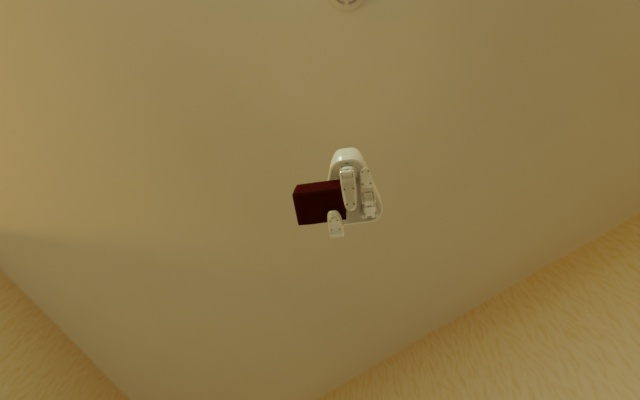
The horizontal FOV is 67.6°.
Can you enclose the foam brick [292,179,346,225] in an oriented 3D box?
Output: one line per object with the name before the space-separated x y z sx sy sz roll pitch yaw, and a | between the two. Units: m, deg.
foam brick | 0.000 0.002 0.747 0.078 0.053 0.051 -7 20 5
